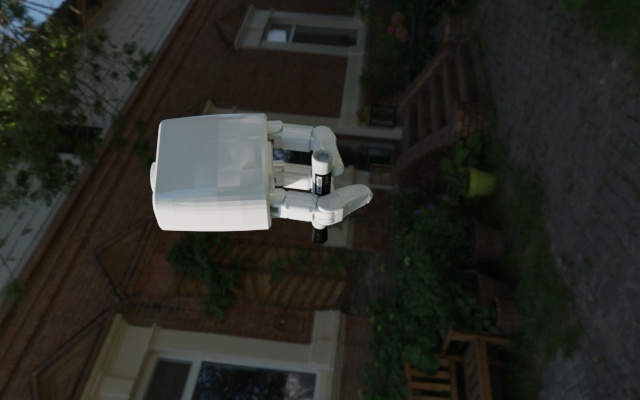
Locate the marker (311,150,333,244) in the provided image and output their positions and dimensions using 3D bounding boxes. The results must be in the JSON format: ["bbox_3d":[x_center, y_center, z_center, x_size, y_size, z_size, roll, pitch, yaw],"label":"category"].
[{"bbox_3d":[0.000,0.002,0.473,0.020,0.020,0.121,0,-44,-2],"label":"marker"}]
